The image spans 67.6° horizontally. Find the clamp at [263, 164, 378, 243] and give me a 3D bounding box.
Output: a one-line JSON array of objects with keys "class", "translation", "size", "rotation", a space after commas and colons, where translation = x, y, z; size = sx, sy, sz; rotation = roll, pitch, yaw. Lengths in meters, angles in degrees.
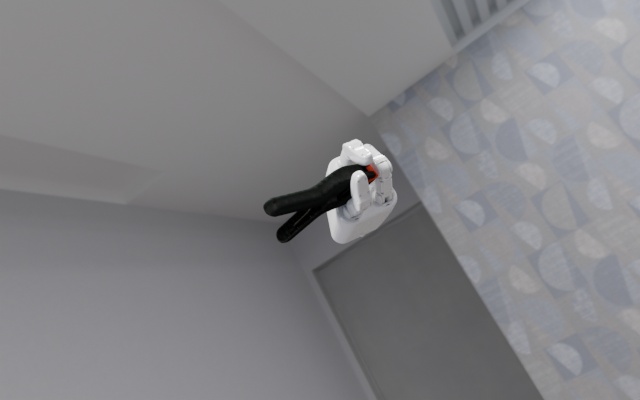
[{"class": "clamp", "translation": [0.000, 0.002, 0.674], "size": [0.171, 0.039, 0.120], "rotation": [-23, -19, -16]}]
